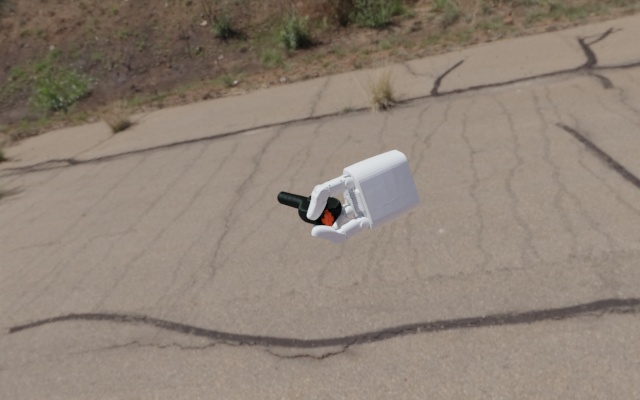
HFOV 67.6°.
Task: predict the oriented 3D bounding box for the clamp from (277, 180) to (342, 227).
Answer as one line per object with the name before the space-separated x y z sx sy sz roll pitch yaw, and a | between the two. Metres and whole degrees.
clamp | 0.000 0.002 0.889 0.120 0.039 0.171 -23 28 -17
